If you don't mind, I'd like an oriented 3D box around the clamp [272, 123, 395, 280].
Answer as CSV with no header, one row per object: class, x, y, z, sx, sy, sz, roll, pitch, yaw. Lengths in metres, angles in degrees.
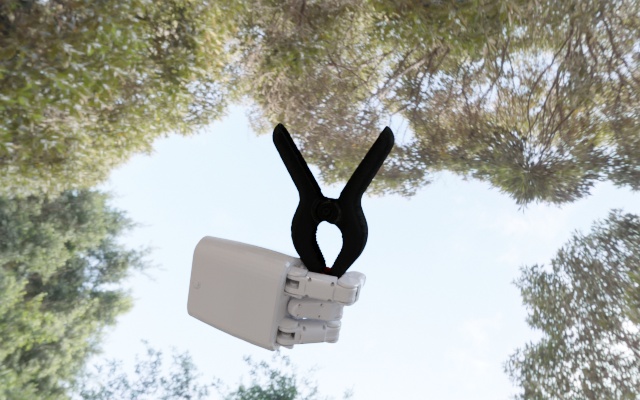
clamp,0.000,0.002,0.478,0.120,0.171,0.039,13,9,18
